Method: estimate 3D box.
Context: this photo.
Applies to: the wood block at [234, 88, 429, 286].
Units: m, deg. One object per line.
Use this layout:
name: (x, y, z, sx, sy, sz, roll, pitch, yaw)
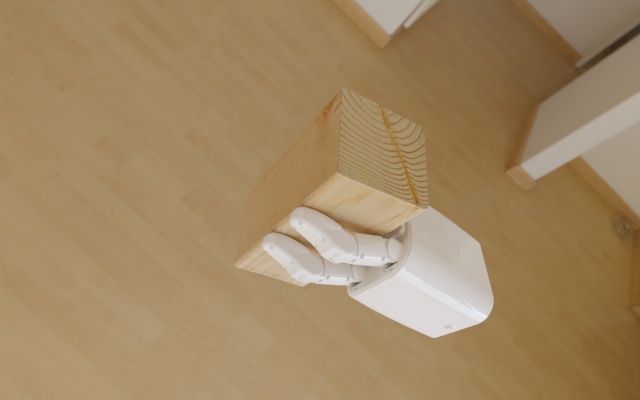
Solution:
wood block: (0.001, 0.001, 0.463, 0.090, 0.090, 0.206, 21, -36, -23)
